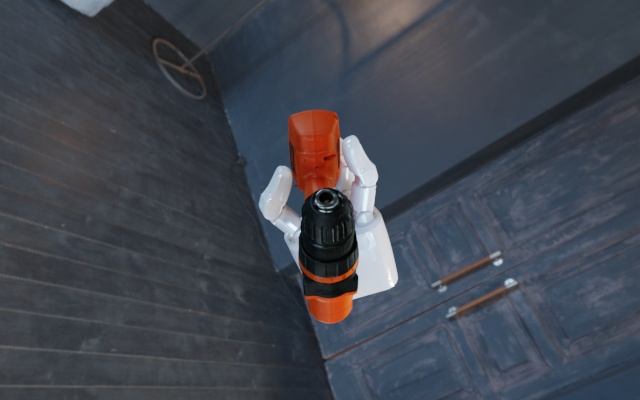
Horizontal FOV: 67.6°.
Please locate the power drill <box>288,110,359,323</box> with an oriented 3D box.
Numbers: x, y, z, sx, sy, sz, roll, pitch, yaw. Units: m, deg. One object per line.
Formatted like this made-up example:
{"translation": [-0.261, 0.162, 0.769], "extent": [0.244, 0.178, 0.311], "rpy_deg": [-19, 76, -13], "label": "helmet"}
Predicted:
{"translation": [0.000, 0.001, 0.461], "extent": [0.057, 0.187, 0.185], "rpy_deg": [-3, -38, -2], "label": "power drill"}
